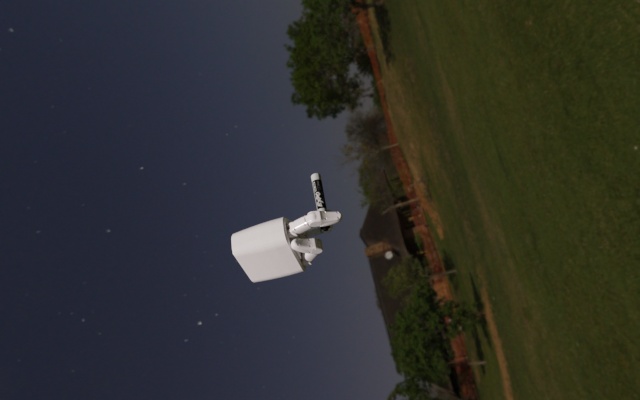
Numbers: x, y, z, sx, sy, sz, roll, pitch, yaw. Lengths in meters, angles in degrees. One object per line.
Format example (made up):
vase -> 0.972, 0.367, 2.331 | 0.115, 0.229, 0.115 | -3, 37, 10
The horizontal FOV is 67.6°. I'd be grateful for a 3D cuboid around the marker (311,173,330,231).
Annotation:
marker -> 0.000, 0.003, 0.877 | 0.020, 0.121, 0.020 | -7, -33, -5
